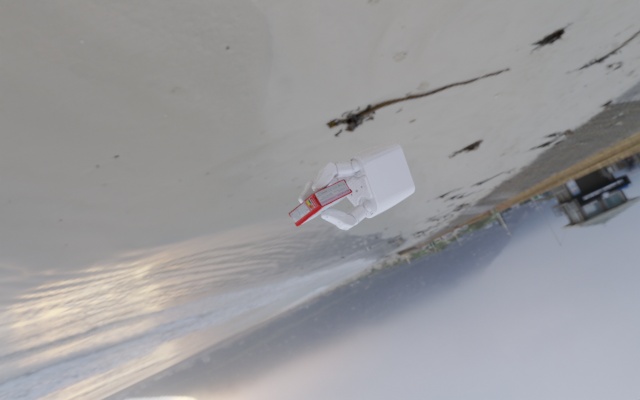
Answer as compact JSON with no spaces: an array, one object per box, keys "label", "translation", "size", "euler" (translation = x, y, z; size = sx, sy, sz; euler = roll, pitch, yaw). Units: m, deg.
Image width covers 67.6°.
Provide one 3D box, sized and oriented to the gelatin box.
[{"label":"gelatin box","translation":[0.000,0.003,0.798],"size":[0.089,0.030,0.073],"euler":[-27,-7,-47]}]
